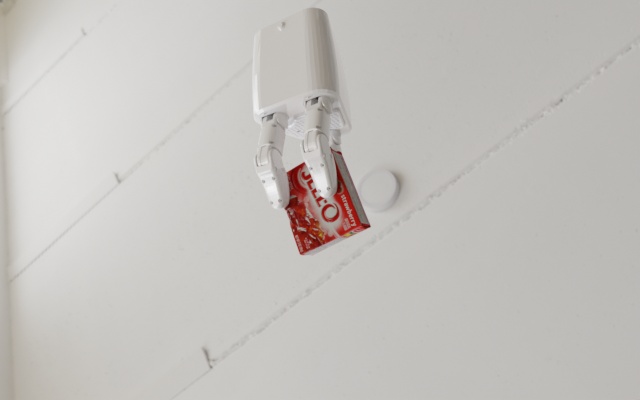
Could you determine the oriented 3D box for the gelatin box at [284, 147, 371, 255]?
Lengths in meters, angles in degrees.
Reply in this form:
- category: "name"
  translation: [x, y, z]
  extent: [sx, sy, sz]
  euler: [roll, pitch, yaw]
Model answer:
- category: "gelatin box"
  translation: [0.000, 0.002, 0.484]
  extent: [0.073, 0.089, 0.030]
  euler: [-27, -18, 22]
